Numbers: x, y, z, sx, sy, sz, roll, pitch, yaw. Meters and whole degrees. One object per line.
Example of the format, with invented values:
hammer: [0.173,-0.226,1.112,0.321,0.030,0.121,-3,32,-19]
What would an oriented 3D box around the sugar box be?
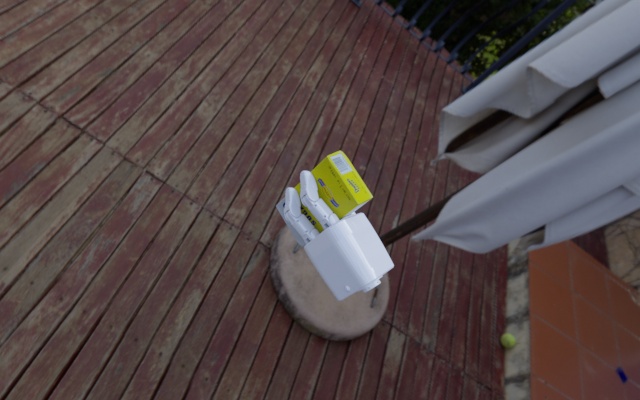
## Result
sugar box: [0.000,0.003,0.800,0.048,0.093,0.176,-23,-13,-45]
